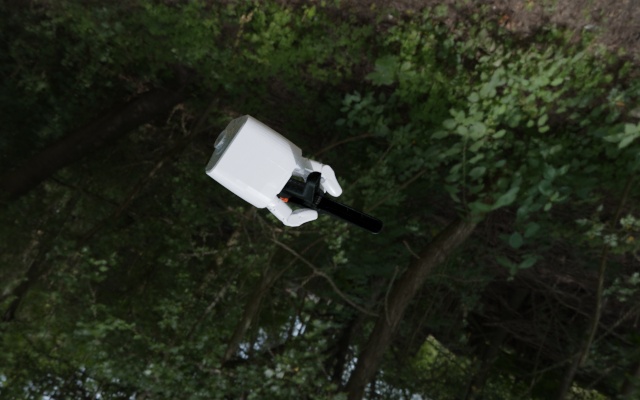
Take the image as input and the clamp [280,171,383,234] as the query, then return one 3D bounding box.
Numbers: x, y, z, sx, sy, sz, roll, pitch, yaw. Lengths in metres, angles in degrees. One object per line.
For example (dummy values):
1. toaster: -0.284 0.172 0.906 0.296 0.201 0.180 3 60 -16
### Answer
1. clamp: -0.001 0.003 0.812 0.164 0.036 0.210 36 -15 -25
